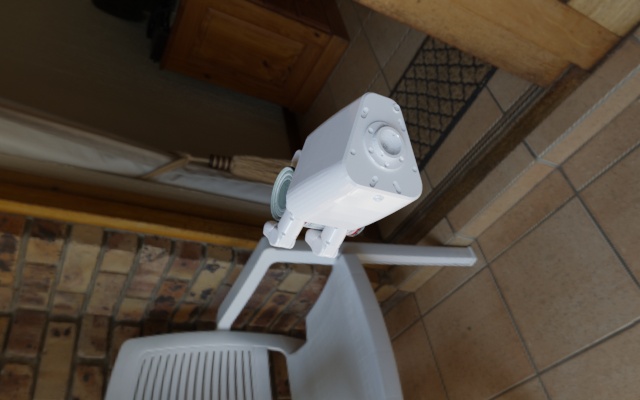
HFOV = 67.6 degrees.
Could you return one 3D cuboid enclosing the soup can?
[{"bbox_3d":[0.000,0.002,0.573,0.102,0.068,0.068,12,-6,-28],"label":"soup can"}]
